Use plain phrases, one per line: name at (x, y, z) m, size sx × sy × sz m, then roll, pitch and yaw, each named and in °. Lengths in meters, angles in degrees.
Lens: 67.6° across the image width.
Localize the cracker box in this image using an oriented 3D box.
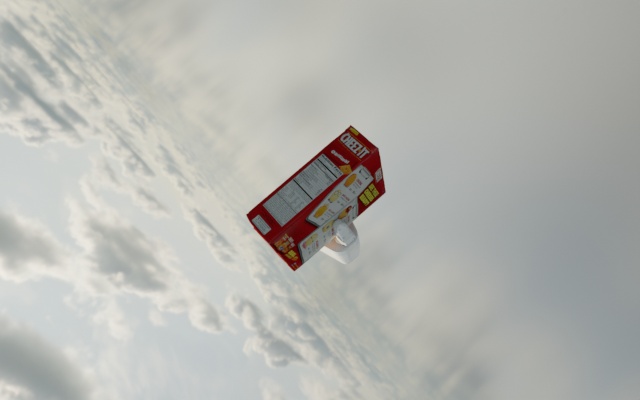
cracker box at (0.000, 0.003, 0.765) m, size 0.072 × 0.213 × 0.164 m, roll 46°, pitch -8°, yaw 24°
